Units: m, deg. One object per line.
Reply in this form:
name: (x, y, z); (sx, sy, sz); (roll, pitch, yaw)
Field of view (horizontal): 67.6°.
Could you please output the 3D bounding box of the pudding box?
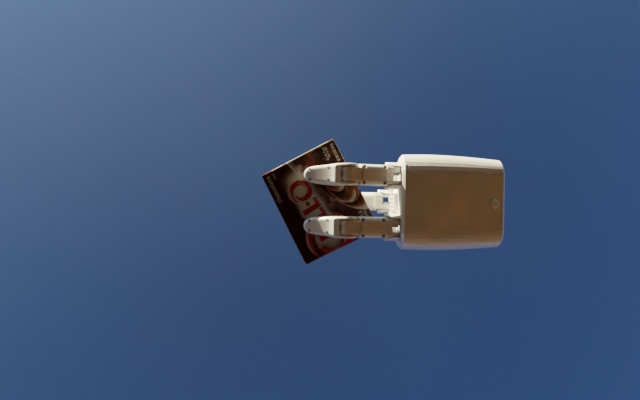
pudding box: (0.000, 0.002, 0.535); (0.090, 0.113, 0.039); (-27, -2, 3)
